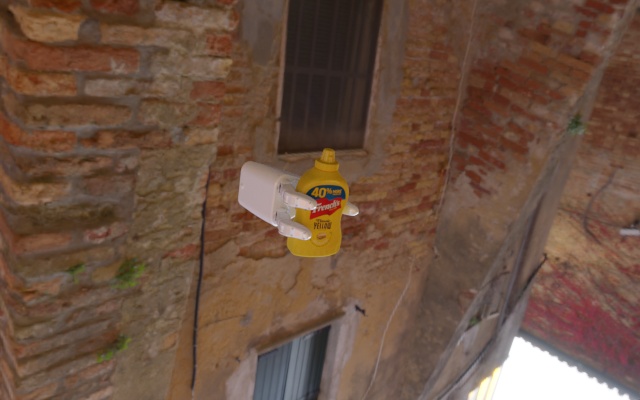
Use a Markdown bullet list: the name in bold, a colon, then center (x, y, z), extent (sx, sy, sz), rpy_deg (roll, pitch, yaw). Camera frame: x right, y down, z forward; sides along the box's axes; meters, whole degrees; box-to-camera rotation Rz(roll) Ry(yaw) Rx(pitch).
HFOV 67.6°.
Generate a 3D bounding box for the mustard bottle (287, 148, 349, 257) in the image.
- **mustard bottle**: center (0.000, 0.003, 0.839), extent (0.096, 0.192, 0.058), rpy_deg (1, 21, -23)
